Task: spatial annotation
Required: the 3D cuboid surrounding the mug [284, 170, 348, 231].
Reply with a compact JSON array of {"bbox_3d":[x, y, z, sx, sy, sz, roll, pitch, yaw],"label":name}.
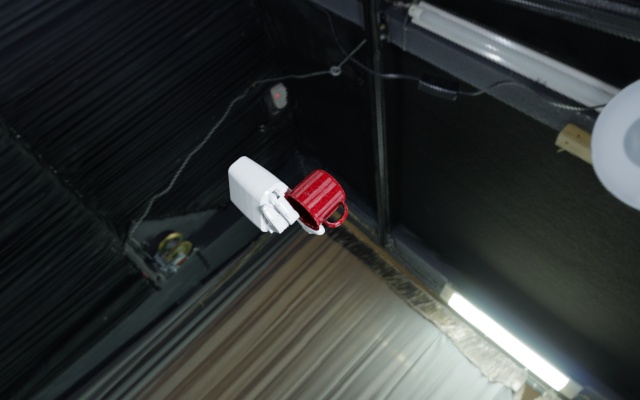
[{"bbox_3d":[0.001,0.004,0.888,0.117,0.081,0.093,37,-20,26],"label":"mug"}]
